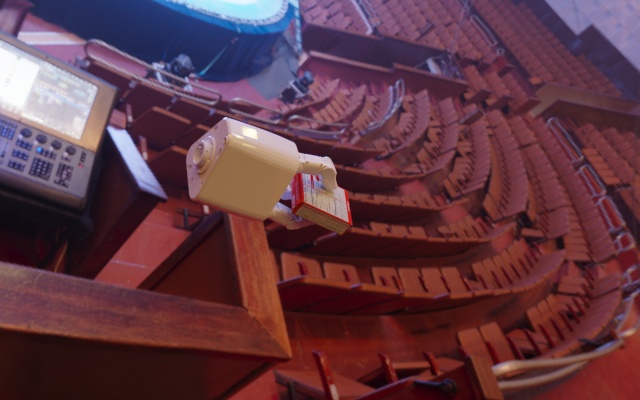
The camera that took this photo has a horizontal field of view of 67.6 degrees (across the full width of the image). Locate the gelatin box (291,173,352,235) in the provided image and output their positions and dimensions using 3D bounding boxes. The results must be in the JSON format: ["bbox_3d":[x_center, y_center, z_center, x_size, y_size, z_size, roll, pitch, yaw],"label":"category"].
[{"bbox_3d":[0.001,0.002,0.690,0.089,0.073,0.030,24,-54,-25],"label":"gelatin box"}]
